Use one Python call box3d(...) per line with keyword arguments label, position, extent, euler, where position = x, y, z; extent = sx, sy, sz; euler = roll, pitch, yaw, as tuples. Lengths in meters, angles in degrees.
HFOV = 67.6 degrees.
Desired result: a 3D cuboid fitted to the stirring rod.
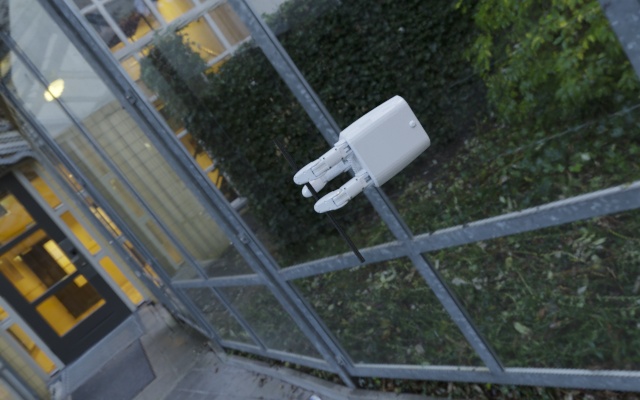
box3d(label="stirring rod", position=(0.000, 0.002, 0.742), extent=(0.011, 0.239, 0.011), euler=(-34, 12, 8))
